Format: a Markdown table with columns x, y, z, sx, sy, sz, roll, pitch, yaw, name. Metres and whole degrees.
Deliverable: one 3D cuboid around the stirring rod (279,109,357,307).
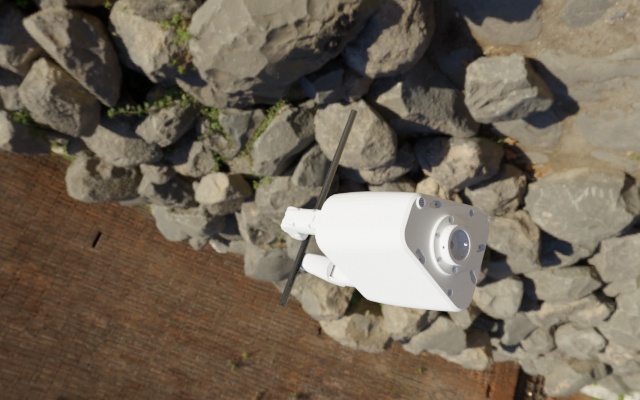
| x | y | z | sx | sy | sz | roll | pitch | yaw | name |
| --- | --- | --- | --- | --- | --- | --- | --- | --- | --- |
| 0.000 | 0.002 | 0.532 | 0.011 | 0.239 | 0.011 | 19 | -17 | 6 | stirring rod |
